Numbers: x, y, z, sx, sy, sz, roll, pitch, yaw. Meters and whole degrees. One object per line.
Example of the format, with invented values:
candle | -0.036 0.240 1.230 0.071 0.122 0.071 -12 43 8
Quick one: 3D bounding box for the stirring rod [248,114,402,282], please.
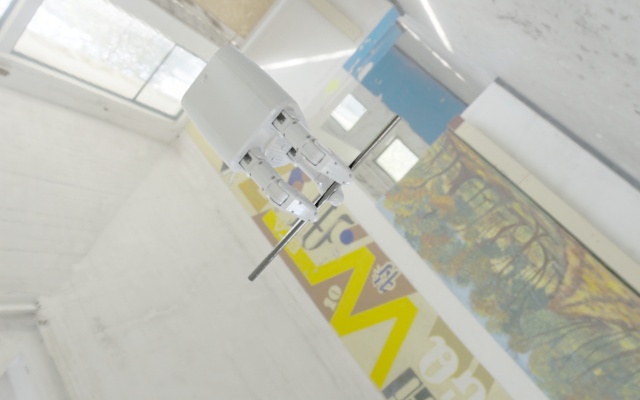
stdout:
stirring rod | 0.000 0.002 0.508 0.011 0.239 0.011 39 14 -12
